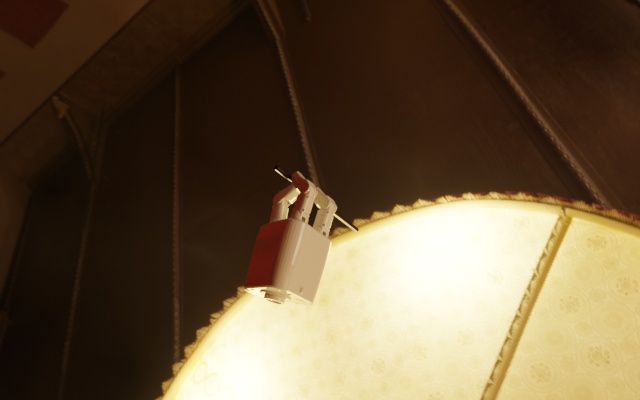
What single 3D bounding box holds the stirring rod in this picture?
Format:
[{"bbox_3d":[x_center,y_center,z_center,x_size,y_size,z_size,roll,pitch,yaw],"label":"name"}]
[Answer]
[{"bbox_3d":[0.000,0.003,0.821,0.011,0.011,0.240,0,-27,40],"label":"stirring rod"}]
